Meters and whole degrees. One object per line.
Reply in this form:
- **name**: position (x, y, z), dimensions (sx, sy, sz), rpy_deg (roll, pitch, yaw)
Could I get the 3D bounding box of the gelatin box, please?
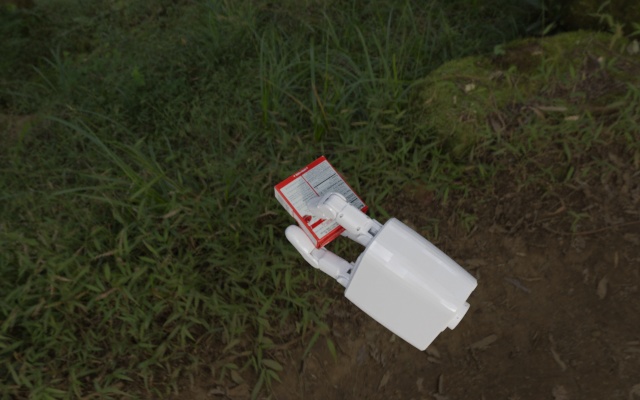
- **gelatin box**: position (0.000, 0.001, 0.564), dimensions (0.073, 0.089, 0.030), rpy_deg (-34, -17, -17)
